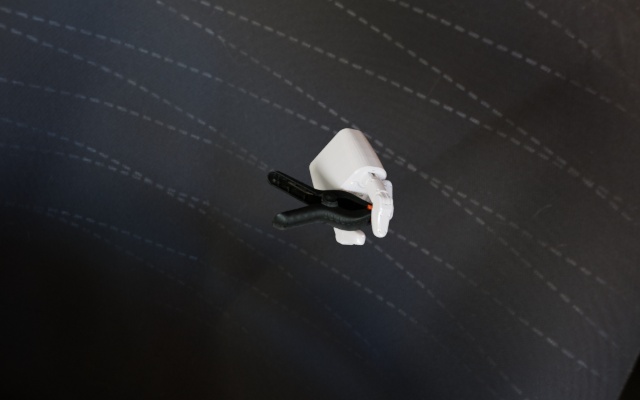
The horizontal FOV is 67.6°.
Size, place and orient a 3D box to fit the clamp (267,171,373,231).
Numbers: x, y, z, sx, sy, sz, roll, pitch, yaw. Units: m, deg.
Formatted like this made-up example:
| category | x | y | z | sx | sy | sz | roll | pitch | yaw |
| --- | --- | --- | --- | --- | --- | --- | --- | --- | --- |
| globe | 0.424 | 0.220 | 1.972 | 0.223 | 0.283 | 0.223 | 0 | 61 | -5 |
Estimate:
| category | x | y | z | sx | sy | sz | roll | pitch | yaw |
| --- | --- | --- | --- | --- | --- | --- | --- | --- | --- |
| clamp | 0.000 | 0.002 | 0.695 | 0.171 | 0.039 | 0.120 | 7 | 41 | -27 |
